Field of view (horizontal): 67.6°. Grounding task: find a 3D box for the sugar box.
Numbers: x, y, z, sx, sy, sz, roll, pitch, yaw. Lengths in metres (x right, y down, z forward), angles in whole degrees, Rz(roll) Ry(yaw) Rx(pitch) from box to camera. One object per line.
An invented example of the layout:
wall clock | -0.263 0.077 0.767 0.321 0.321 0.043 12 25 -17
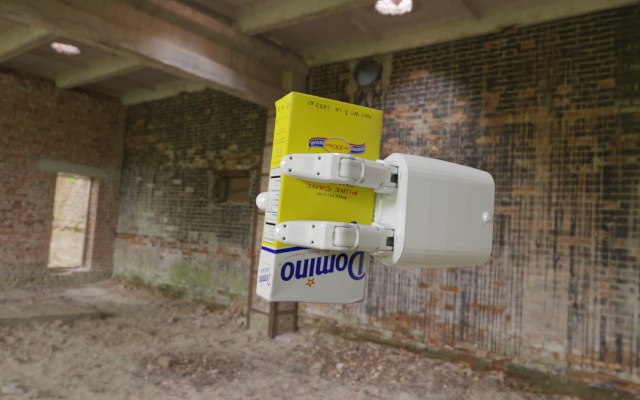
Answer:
sugar box | 0.000 0.001 0.426 0.093 0.176 0.048 6 -4 -24
